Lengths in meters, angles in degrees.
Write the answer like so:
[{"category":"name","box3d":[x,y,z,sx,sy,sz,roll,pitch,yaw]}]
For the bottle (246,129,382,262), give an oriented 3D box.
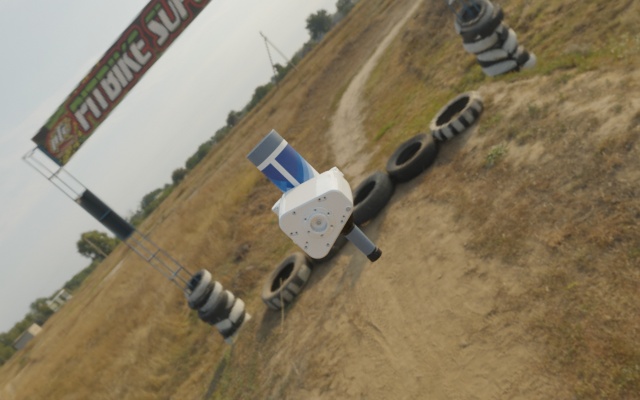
[{"category":"bottle","box3d":[0.000,0.003,0.839,0.296,0.069,0.069,44,-12,-13]}]
